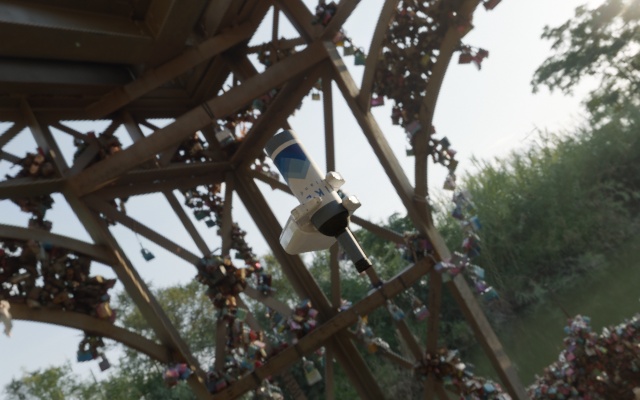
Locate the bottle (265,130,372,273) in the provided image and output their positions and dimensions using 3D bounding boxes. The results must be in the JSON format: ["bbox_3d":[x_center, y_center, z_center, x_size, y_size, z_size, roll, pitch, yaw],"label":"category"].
[{"bbox_3d":[0.000,0.003,0.875,0.069,0.295,0.069,-31,-17,-10],"label":"bottle"}]
